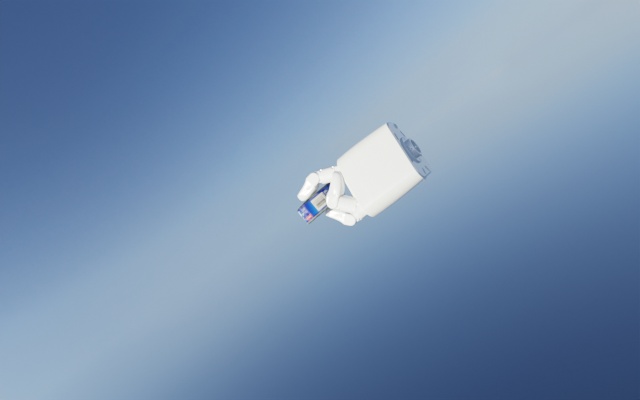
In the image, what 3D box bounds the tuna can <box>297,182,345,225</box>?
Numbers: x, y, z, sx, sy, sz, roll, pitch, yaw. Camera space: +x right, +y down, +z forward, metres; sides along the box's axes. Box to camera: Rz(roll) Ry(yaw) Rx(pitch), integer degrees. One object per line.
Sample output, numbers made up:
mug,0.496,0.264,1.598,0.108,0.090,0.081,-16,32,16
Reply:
tuna can,0.000,0.002,0.843,0.086,0.034,0.086,-40,-2,-2
